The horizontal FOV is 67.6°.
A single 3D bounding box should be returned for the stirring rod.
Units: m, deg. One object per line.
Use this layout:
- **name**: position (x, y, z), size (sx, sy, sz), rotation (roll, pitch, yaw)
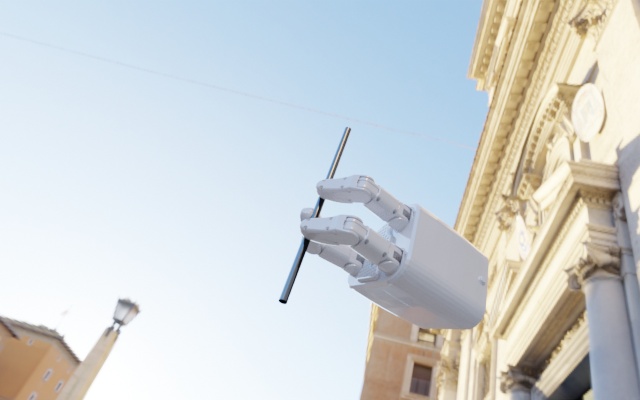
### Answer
- **stirring rod**: position (0.000, 0.002, 0.491), size (0.011, 0.239, 0.011), rotation (12, -41, 10)
